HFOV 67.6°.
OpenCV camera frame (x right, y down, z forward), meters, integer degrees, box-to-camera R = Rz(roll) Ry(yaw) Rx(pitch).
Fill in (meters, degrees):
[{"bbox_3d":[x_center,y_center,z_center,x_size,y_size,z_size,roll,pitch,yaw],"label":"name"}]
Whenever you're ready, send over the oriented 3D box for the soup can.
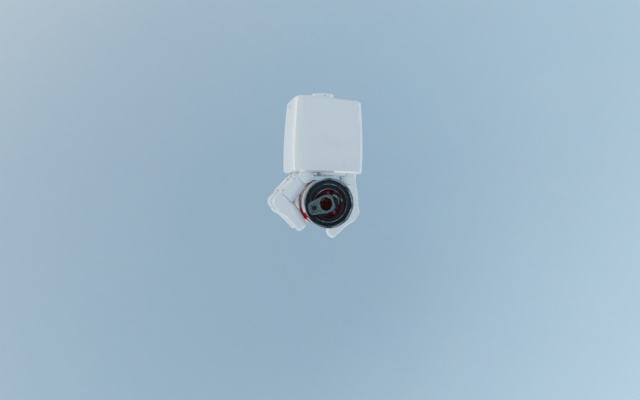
[{"bbox_3d":[0.000,0.003,0.684,0.068,0.068,0.102,0,2,-13],"label":"soup can"}]
